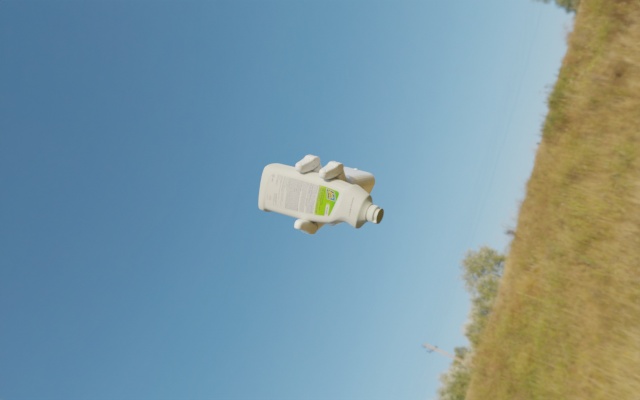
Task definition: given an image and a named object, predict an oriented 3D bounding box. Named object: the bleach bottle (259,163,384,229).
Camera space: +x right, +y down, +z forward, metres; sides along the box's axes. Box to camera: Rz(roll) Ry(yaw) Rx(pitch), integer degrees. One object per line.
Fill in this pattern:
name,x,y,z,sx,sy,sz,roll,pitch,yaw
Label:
bleach bottle,0.000,0.003,0.900,0.251,0.102,0.068,18,17,30
